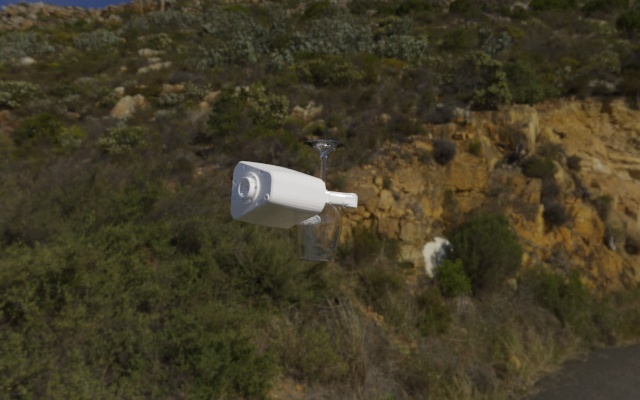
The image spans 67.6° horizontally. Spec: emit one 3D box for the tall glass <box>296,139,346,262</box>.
[{"bbox_3d":[0.000,0.002,0.810,0.079,0.201,0.079,4,-7,0],"label":"tall glass"}]
